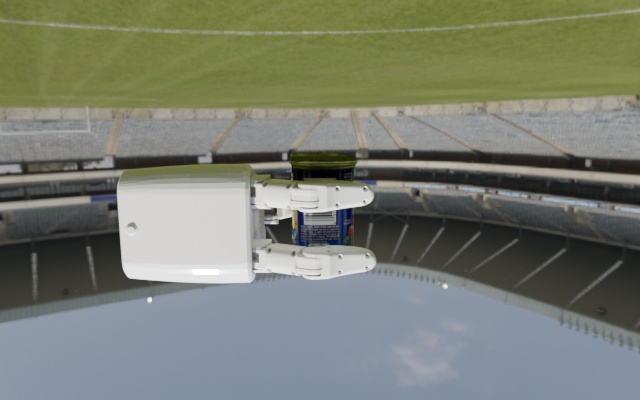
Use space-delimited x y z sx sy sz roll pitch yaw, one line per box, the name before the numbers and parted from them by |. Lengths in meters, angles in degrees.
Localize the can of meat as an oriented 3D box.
can of meat | 0.000 0.002 0.436 0.057 0.084 0.102 -1 10 -5
